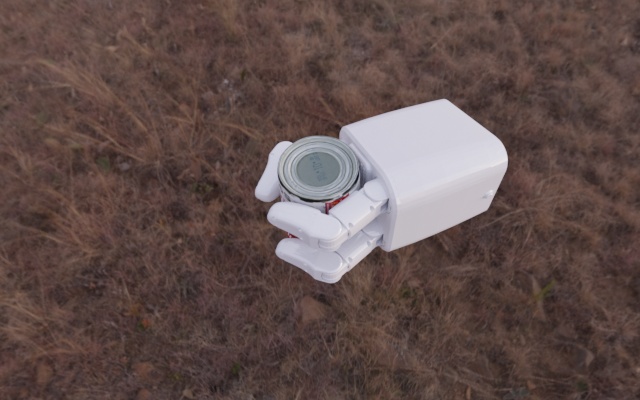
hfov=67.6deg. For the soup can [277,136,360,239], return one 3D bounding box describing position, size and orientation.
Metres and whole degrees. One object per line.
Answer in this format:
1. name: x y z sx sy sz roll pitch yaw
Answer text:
1. soup can: 0.000 0.001 0.418 0.068 0.068 0.102 0 -34 2
